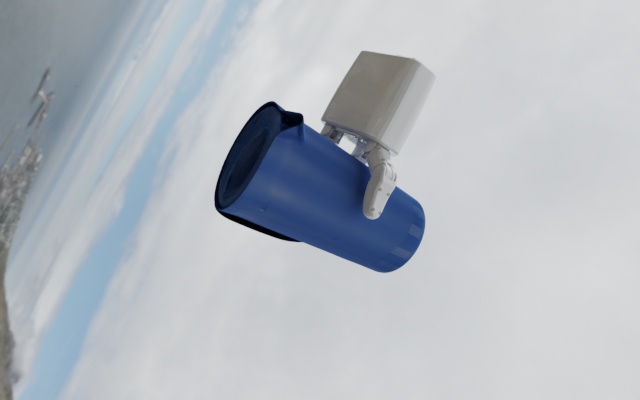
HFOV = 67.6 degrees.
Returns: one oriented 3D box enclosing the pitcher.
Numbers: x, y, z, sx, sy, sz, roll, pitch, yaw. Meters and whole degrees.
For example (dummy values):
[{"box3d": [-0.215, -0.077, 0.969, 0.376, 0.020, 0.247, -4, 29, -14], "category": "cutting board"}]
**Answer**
[{"box3d": [0.000, 0.002, 0.579, 0.243, 0.145, 0.149, 28, -1, -27], "category": "pitcher"}]
